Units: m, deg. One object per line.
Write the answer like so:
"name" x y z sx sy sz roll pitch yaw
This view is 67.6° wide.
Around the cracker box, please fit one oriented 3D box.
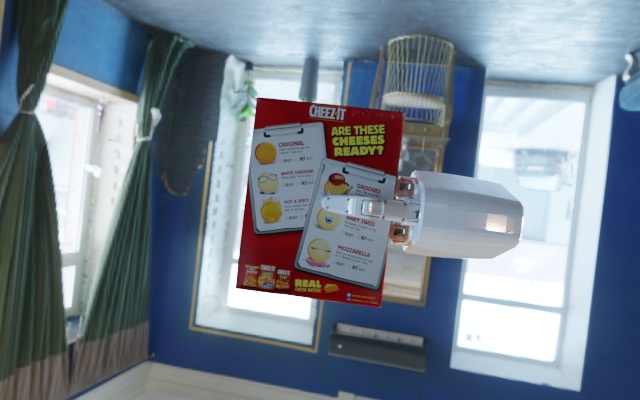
"cracker box" 0.000 0.002 0.546 0.164 0.213 0.072 7 1 2
